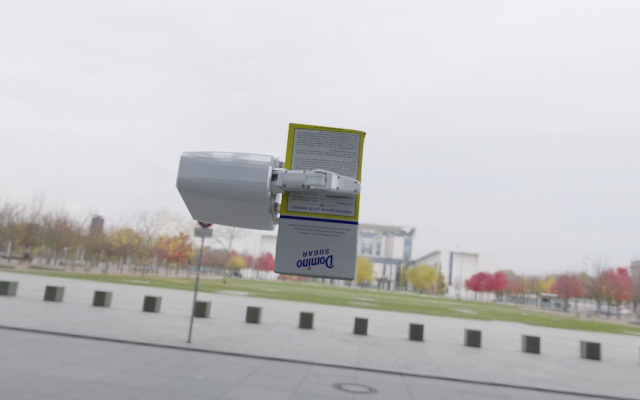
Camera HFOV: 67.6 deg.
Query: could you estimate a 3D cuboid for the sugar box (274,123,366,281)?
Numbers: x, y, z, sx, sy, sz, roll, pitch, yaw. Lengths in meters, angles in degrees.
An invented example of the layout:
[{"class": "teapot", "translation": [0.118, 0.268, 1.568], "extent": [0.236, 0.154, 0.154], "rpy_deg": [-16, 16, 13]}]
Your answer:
[{"class": "sugar box", "translation": [0.000, 0.002, 0.560], "extent": [0.093, 0.176, 0.048], "rpy_deg": [6, -9, 0]}]
